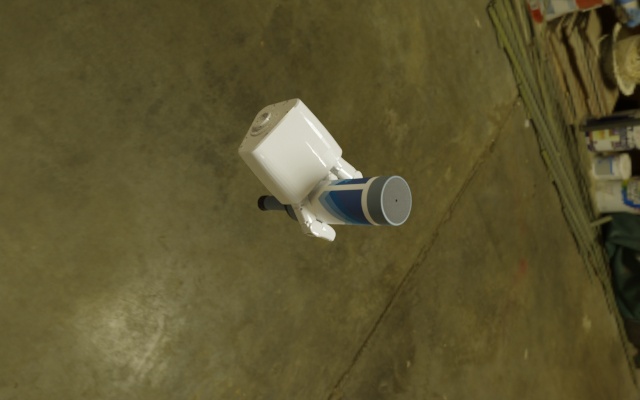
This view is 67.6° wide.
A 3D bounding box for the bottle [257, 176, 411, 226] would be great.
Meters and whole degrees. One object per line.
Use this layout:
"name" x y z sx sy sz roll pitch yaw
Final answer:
"bottle" 0.000 0.002 0.739 0.069 0.069 0.295 0 -1 -43
